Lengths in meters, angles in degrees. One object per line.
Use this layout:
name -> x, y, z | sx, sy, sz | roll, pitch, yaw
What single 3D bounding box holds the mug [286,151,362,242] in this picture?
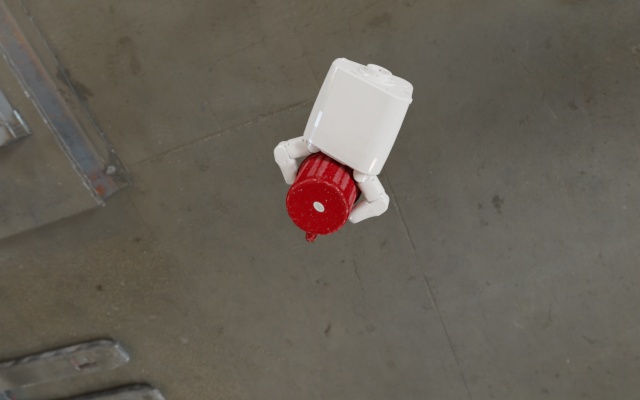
mug -> 0.000, 0.003, 0.625 | 0.093, 0.117, 0.081 | 21, 29, 3
